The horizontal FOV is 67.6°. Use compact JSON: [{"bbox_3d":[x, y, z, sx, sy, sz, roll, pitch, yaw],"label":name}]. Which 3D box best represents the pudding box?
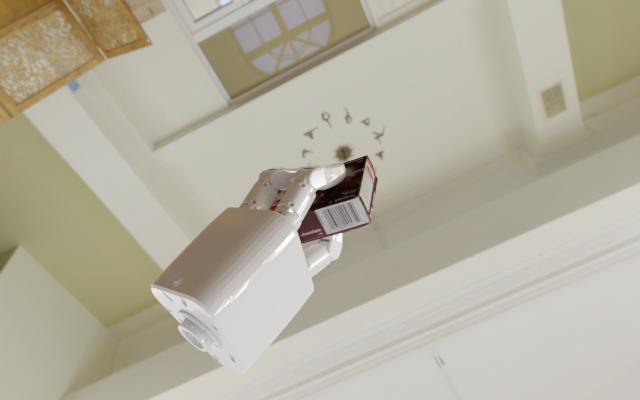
[{"bbox_3d":[0.000,0.002,0.502,0.113,0.039,0.090,-15,28,20],"label":"pudding box"}]
